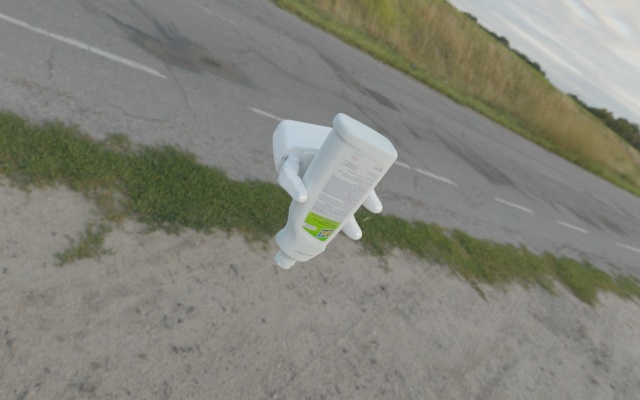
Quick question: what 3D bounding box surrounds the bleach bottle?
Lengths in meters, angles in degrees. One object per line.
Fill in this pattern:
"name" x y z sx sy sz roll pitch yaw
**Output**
"bleach bottle" 0.000 0.002 0.701 0.102 0.251 0.068 24 27 -25
